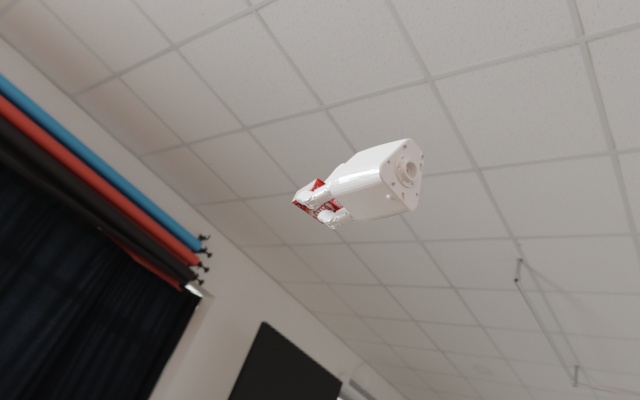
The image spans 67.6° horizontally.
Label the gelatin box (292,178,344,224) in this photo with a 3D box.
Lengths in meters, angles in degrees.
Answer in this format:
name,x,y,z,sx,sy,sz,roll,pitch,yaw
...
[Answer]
name,x,y,z,sx,sy,sz,roll,pitch,yaw
gelatin box,0.000,0.002,0.844,0.073,0.030,0.089,35,-28,-15
